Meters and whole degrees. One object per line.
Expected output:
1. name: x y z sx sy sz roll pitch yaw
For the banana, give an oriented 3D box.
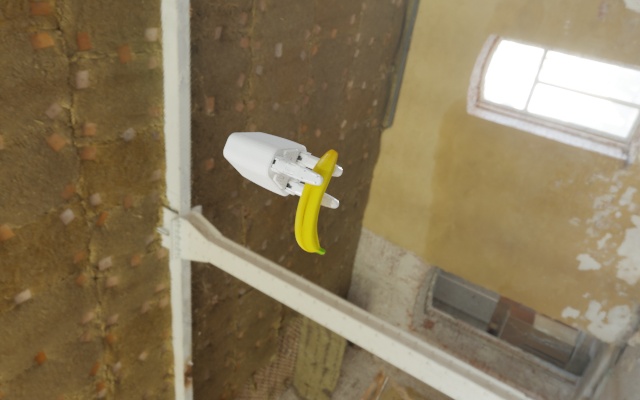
1. banana: -0.011 0.010 0.813 0.037 0.198 0.069 22 26 29
